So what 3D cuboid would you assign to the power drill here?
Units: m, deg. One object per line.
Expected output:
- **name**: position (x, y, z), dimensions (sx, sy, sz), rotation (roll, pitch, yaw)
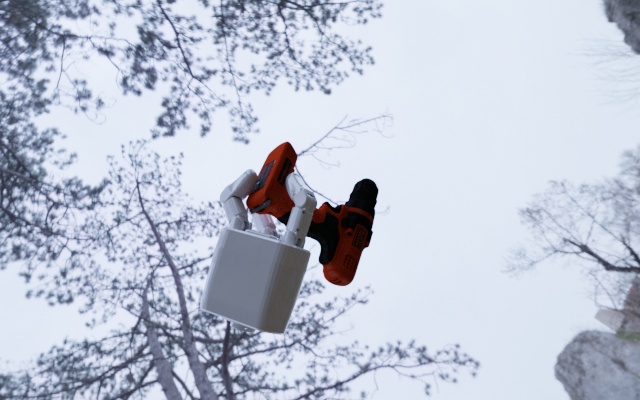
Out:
- **power drill**: position (0.000, 0.002, 0.674), dimensions (0.188, 0.184, 0.057), rotation (37, -39, -21)
